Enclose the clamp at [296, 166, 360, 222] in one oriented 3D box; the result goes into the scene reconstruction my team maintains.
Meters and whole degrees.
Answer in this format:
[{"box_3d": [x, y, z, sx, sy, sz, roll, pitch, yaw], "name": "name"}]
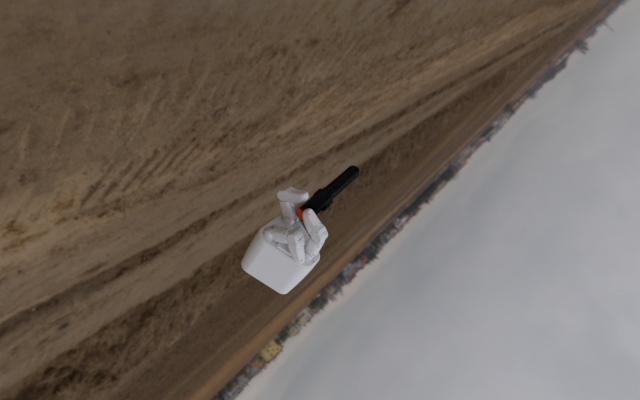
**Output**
[{"box_3d": [0.001, 0.003, 0.886, 0.171, 0.039, 0.120, -36, -14, -47], "name": "clamp"}]
